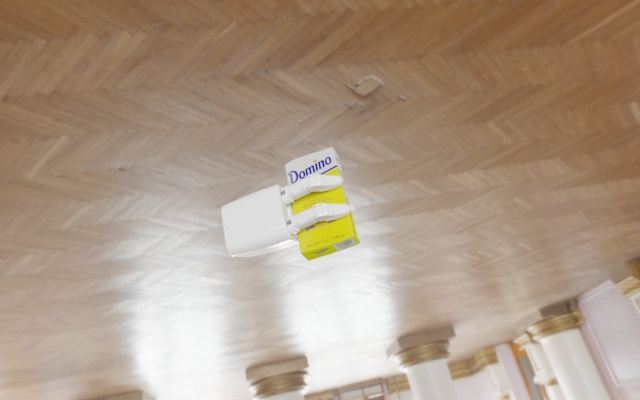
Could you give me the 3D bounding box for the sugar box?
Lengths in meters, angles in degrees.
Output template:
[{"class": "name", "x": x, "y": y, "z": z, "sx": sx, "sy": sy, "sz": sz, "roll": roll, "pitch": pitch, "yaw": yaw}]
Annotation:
[{"class": "sugar box", "x": 0.000, "y": 0.003, "z": 0.796, "sx": 0.093, "sy": 0.176, "sz": 0.048, "roll": -19, "pitch": -28, "yaw": 10}]
